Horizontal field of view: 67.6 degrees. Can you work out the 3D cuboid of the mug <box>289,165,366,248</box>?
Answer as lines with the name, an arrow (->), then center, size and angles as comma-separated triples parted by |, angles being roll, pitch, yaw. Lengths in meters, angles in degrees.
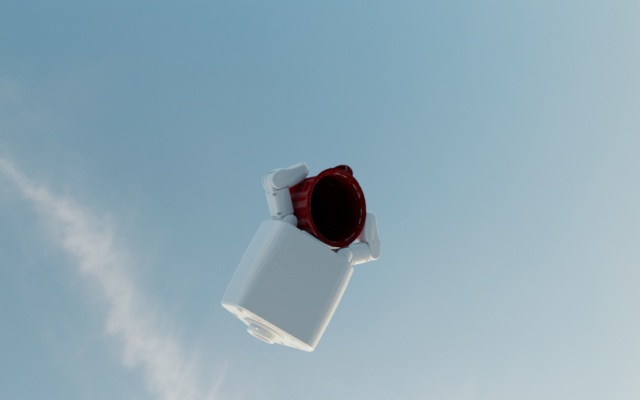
mug -> 0.001, 0.001, 0.588 | 0.093, 0.117, 0.081 | 43, -30, -28
